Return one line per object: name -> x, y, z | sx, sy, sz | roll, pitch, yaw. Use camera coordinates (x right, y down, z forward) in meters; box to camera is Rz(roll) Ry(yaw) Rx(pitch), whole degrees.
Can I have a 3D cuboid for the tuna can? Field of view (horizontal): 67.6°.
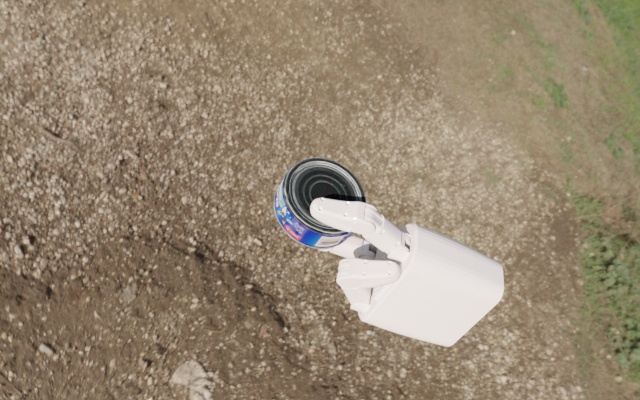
tuna can -> 0.000, 0.001, 0.460 | 0.086, 0.086, 0.034 | 0, -29, -23
